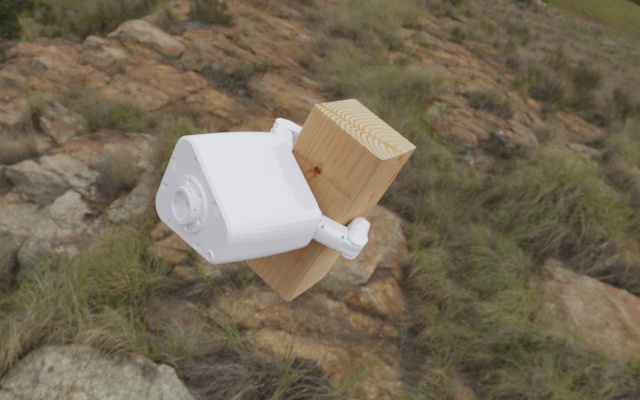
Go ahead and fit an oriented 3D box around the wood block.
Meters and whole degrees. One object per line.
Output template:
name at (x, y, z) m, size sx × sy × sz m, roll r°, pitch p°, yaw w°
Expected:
wood block at (0.000, 0.002, 0.530) m, size 0.091 × 0.206 × 0.090 m, roll 42°, pitch 32°, yaw 16°
